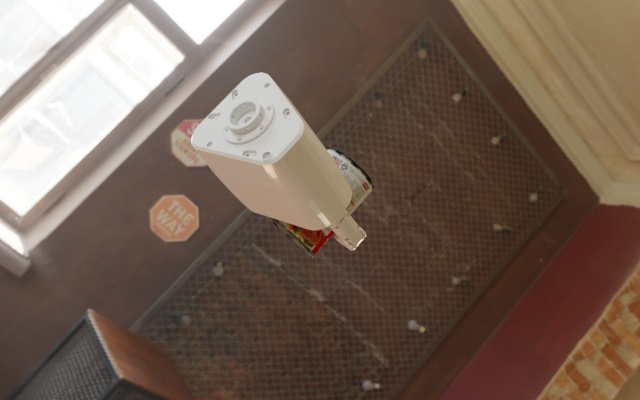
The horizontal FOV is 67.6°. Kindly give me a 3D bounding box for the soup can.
[{"bbox_3d":[0.001,0.002,0.516,0.068,0.102,0.068,41,-9,8],"label":"soup can"}]
